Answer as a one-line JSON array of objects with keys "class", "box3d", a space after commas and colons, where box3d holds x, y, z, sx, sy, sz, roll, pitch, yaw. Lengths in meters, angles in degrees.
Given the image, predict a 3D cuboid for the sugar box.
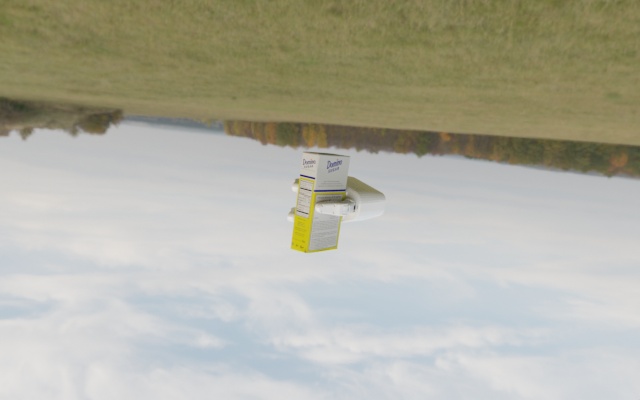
[{"class": "sugar box", "box3d": [0.000, 0.003, 0.857, 0.048, 0.176, 0.093, 12, 8, 38]}]
